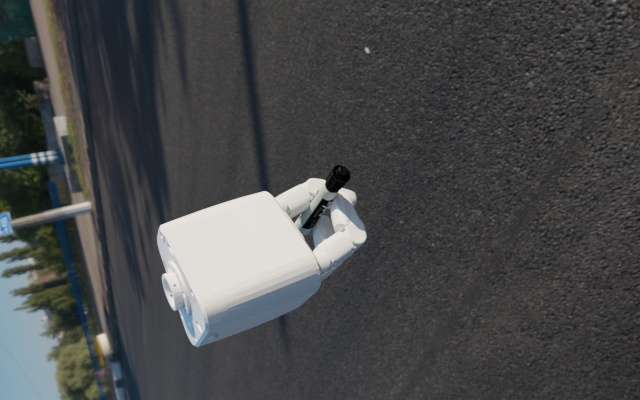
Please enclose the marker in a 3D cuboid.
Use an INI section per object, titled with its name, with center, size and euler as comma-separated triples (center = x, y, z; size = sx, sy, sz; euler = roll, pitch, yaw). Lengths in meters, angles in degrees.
[marker]
center = 0.000, 0.002, 0.476
size = 0.020, 0.020, 0.121
euler = 0, -28, -23
